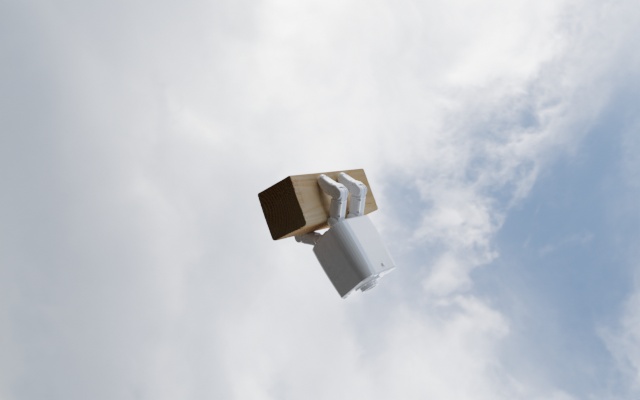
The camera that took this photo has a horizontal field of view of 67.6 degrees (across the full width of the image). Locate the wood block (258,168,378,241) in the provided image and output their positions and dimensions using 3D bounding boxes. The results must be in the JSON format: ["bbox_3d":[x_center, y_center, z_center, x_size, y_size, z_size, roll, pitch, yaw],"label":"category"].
[{"bbox_3d":[0.000,0.003,0.871,0.091,0.090,0.206,-27,-12,39],"label":"wood block"}]
